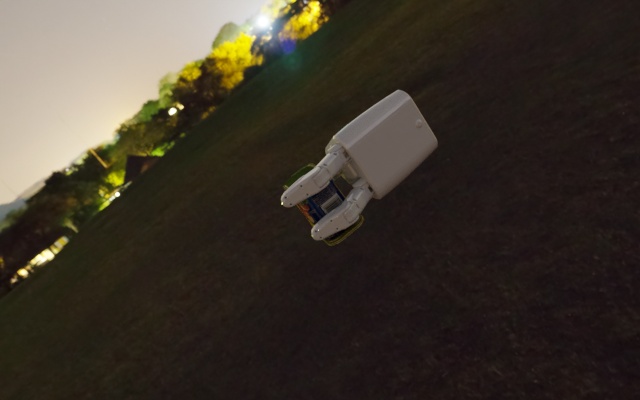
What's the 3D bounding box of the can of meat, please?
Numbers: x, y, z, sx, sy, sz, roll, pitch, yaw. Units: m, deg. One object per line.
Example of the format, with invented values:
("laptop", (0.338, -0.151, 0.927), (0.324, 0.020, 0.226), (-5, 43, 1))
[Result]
("can of meat", (0.000, 0.002, 0.624), (0.057, 0.084, 0.102), (-38, 17, -6))
